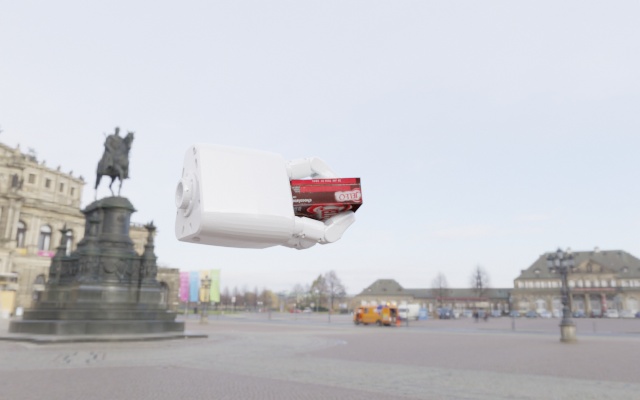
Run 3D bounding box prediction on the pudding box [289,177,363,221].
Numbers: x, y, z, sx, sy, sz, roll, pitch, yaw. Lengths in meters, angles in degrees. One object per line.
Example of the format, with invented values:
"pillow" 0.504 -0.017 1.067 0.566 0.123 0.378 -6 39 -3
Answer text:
"pudding box" 0.000 0.002 0.608 0.090 0.039 0.113 -1 -11 -6
